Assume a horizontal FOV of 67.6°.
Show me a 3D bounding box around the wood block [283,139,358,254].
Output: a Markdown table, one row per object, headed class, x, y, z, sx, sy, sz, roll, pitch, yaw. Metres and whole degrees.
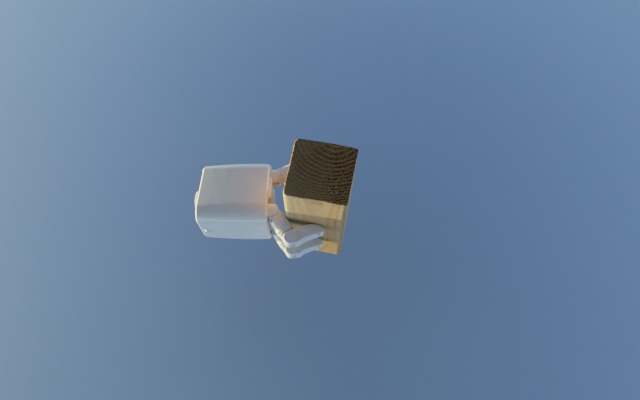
| class | x | y | z | sx | sy | sz | roll | pitch | yaw |
| --- | --- | --- | --- | --- | --- | --- | --- | --- | --- |
| wood block | 0.000 | 0.002 | 0.732 | 0.090 | 0.090 | 0.206 | 10 | -24 | 4 |
